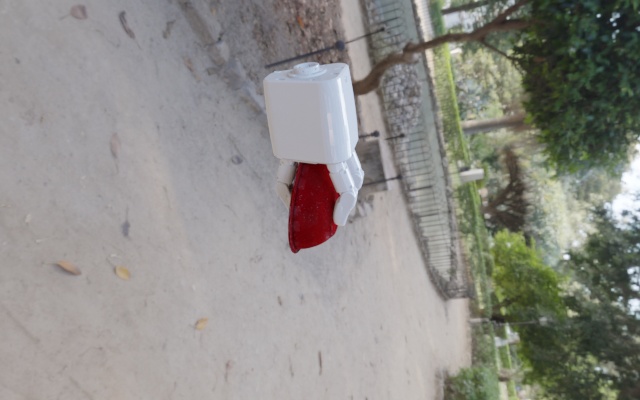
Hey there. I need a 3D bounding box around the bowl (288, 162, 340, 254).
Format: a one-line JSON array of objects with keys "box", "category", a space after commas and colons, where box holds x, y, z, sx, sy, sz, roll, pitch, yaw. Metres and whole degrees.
[{"box": [0.001, 0.003, 0.701, 0.055, 0.162, 0.162, 9, 1, 10], "category": "bowl"}]
